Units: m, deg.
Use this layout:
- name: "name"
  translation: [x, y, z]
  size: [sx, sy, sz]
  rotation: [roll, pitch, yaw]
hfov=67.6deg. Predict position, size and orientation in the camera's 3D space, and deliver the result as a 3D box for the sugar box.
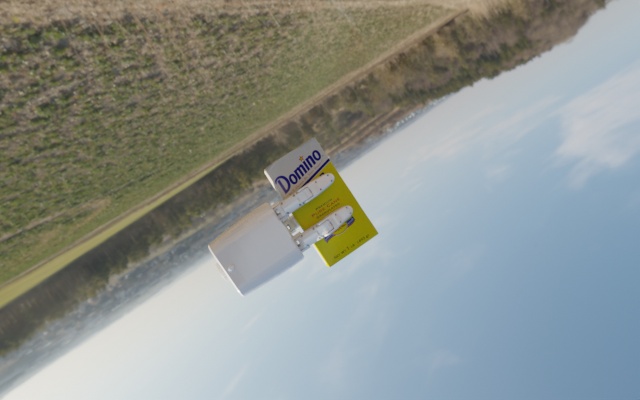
- name: "sugar box"
  translation: [0.000, 0.003, 0.723]
  size: [0.093, 0.176, 0.048]
  rotation: [-34, 2, -7]
